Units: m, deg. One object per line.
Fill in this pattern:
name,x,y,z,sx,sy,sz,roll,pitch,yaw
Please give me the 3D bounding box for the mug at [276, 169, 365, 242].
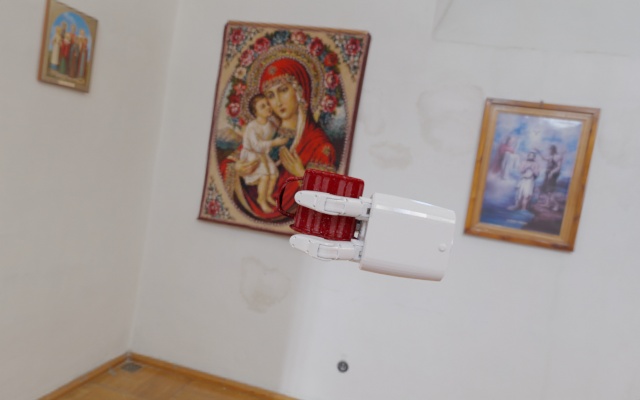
mug,-0.001,0.002,0.632,0.117,0.081,0.093,11,5,0
